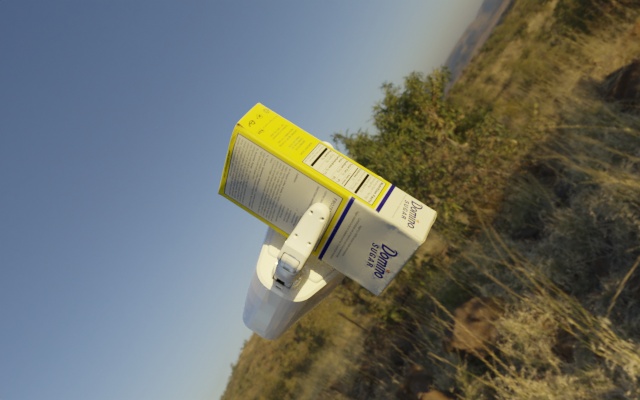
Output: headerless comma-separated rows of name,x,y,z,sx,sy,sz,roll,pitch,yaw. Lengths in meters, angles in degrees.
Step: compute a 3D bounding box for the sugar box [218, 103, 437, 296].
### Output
sugar box,0.000,0.001,0.414,0.176,0.048,0.093,31,-42,4
